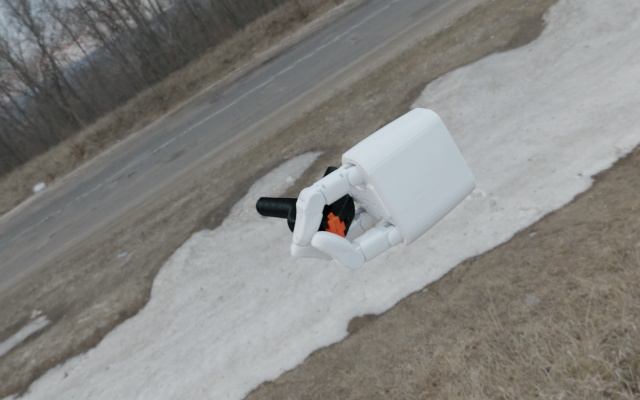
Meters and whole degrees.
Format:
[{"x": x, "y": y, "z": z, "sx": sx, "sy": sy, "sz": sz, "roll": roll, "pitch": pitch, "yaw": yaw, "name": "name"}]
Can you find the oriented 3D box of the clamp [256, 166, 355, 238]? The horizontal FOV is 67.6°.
[{"x": 0.000, "y": 0.001, "z": 0.569, "sx": 0.120, "sy": 0.039, "sz": 0.171, "roll": -34, "pitch": 28, "yaw": -15, "name": "clamp"}]
